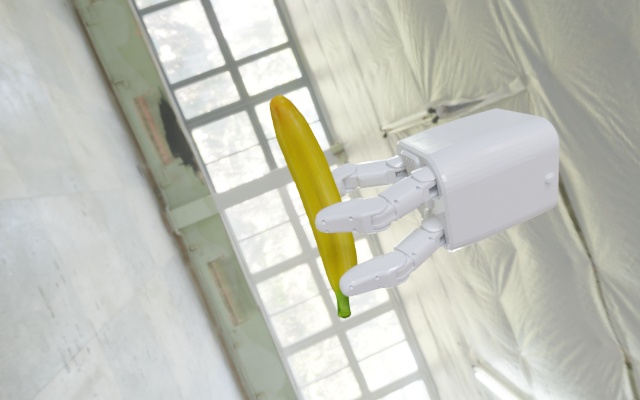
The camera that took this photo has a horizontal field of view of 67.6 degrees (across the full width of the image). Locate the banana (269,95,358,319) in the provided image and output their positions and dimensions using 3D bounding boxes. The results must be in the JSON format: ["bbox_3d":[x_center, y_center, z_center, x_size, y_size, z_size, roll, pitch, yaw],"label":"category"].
[{"bbox_3d":[0.000,0.001,0.426,0.037,0.198,0.069,-19,10,1],"label":"banana"}]
